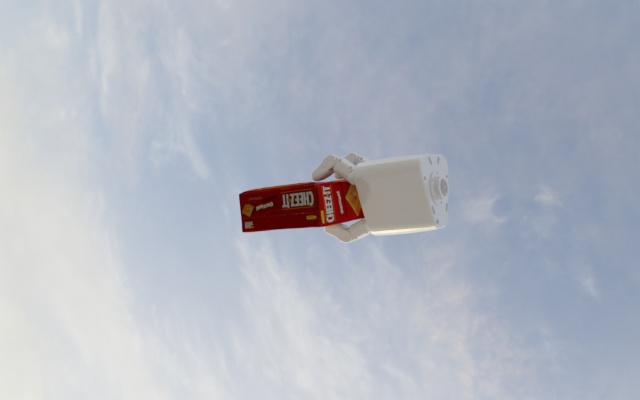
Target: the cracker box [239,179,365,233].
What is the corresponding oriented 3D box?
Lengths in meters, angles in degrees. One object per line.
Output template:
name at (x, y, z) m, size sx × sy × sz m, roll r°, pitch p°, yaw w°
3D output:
cracker box at (0.000, 0.003, 0.784) m, size 0.164 × 0.072 × 0.213 m, roll -7°, pitch 0°, yaw 38°
